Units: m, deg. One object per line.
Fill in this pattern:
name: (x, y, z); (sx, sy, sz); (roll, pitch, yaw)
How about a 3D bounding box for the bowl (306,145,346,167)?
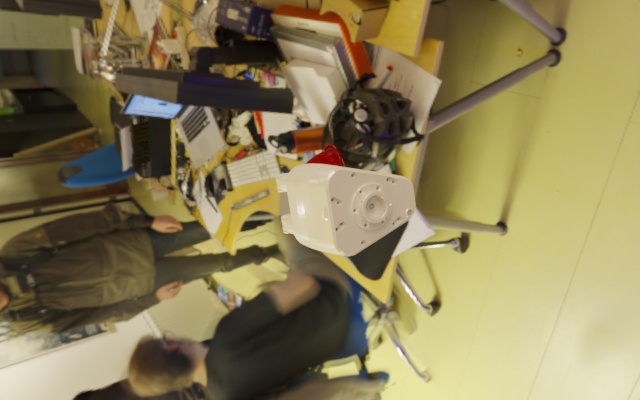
bowl: (-0.001, 0.003, 0.697); (0.055, 0.162, 0.162); (-9, 2, -12)
